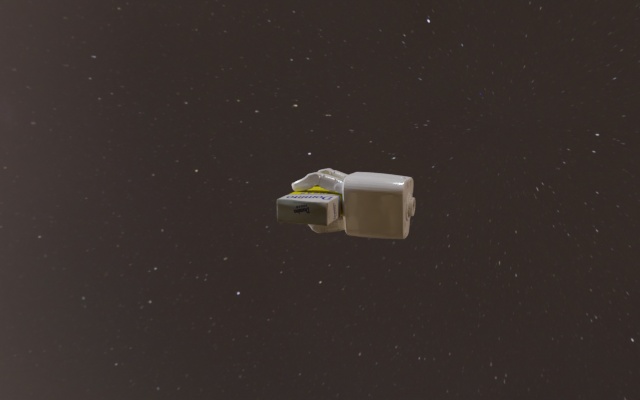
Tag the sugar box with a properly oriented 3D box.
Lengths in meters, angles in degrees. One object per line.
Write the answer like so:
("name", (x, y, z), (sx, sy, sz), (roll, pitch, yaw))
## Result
("sugar box", (0.000, 0.002, 0.859), (0.093, 0.048, 0.176), (4, 10, 20))
